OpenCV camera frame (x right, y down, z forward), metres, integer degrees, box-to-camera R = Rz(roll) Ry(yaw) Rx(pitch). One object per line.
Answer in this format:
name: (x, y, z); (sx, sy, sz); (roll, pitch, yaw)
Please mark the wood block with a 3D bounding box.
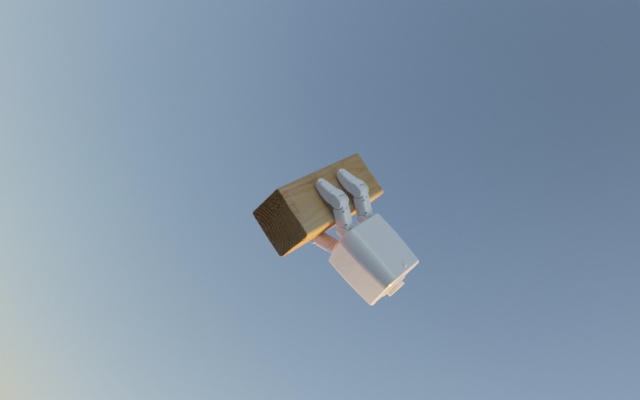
wood block: (0.000, 0.003, 0.817); (0.206, 0.090, 0.091); (-27, -9, -44)
